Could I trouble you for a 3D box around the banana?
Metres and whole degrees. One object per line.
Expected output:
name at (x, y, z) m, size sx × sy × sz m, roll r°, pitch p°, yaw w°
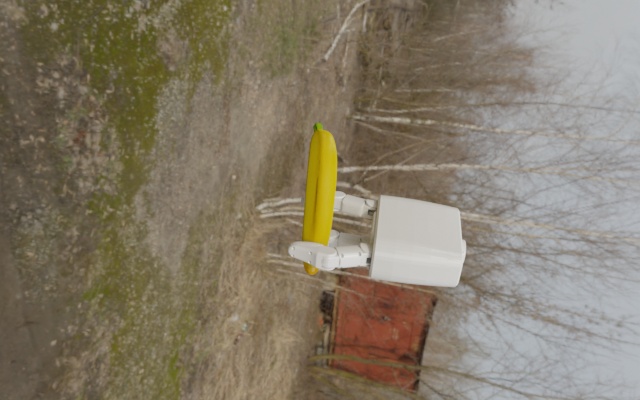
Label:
banana at (0.000, -0.001, 0.594) m, size 0.037 × 0.198 × 0.069 m, roll 5°, pitch 0°, yaw 2°
